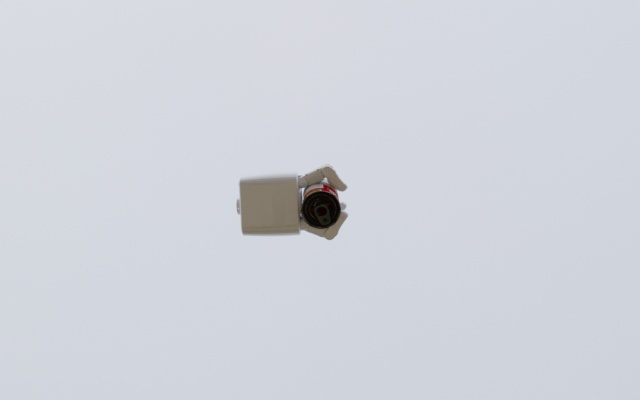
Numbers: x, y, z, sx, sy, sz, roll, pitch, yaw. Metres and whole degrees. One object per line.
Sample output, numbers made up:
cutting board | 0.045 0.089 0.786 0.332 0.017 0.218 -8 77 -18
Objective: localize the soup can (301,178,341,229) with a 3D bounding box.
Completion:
soup can | 0.001 0.003 0.855 0.068 0.068 0.102 0 16 -1
